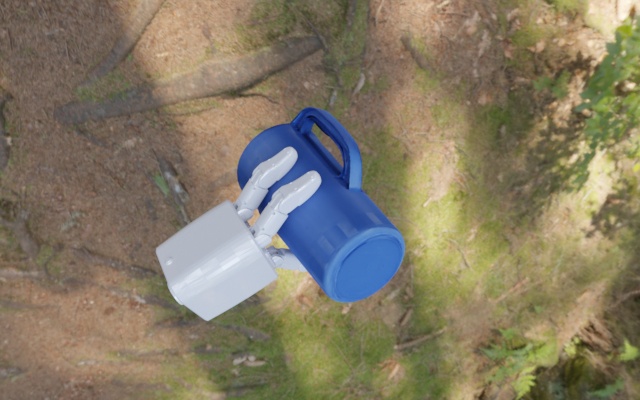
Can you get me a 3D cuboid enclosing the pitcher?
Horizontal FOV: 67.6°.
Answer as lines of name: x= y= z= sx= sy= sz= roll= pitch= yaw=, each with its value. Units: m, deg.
pitcher: x=0.000 y=0.002 z=0.603 sx=0.145 sy=0.149 sz=0.242 roll=-32 pitch=45 yaw=-10
